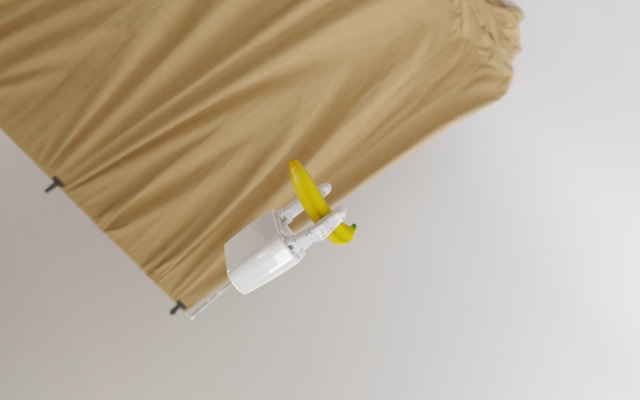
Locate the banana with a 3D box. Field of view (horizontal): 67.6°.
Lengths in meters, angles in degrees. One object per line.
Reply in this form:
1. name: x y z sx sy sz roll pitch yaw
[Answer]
1. banana: 0.004 0.017 0.765 0.037 0.069 0.198 -28 -49 16
